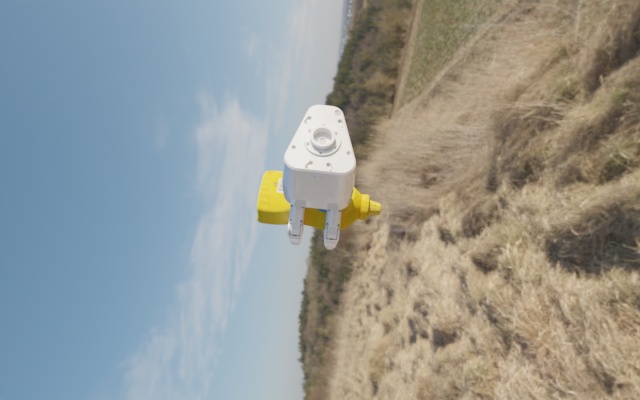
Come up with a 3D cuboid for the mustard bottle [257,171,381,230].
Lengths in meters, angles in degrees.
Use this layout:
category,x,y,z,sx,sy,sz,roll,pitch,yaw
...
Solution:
category,x,y,z,sx,sy,sz,roll,pitch,yaw
mustard bottle,0.000,0.003,0.759,0.191,0.058,0.096,6,42,0
